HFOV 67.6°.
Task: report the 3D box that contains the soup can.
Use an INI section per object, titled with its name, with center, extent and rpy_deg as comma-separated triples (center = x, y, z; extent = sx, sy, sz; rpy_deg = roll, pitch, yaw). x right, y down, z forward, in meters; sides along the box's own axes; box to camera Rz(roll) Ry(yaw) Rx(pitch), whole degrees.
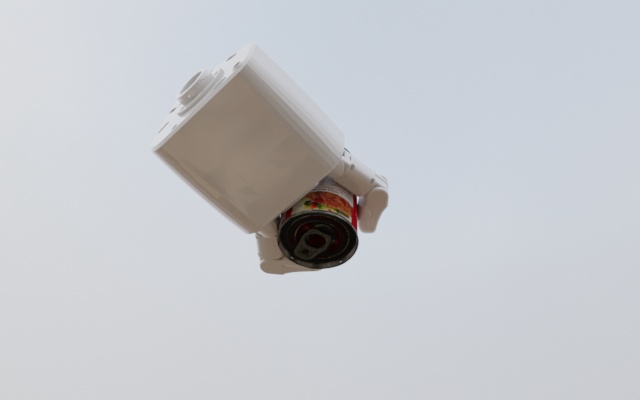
[soup can]
center = 0.000, 0.001, 0.431
extent = 0.068, 0.069, 0.102
rpy_deg = 0, 41, 4
